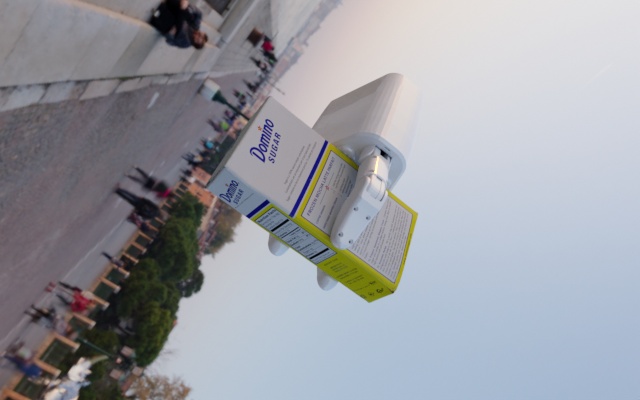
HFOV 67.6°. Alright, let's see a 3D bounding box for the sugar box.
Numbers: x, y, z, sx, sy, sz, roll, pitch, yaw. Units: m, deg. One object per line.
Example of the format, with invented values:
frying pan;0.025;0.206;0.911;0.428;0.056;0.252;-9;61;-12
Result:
sugar box;0.000;0.002;0.410;0.176;0.093;0.048;36;-40;-14
